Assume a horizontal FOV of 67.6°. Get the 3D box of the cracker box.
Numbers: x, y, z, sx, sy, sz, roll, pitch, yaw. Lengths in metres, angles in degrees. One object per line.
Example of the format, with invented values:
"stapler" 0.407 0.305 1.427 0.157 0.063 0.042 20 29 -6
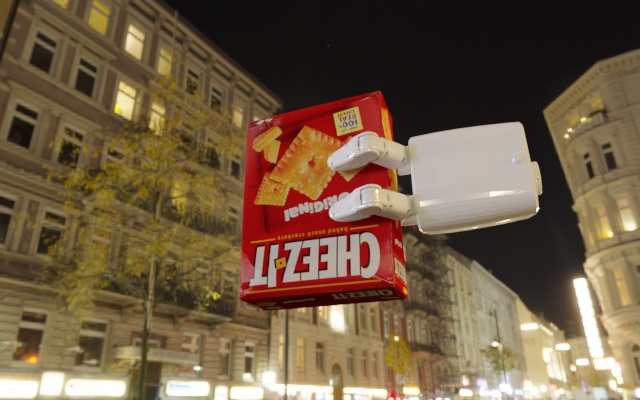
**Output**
"cracker box" 0.000 0.002 0.518 0.164 0.213 0.072 -9 -25 18
